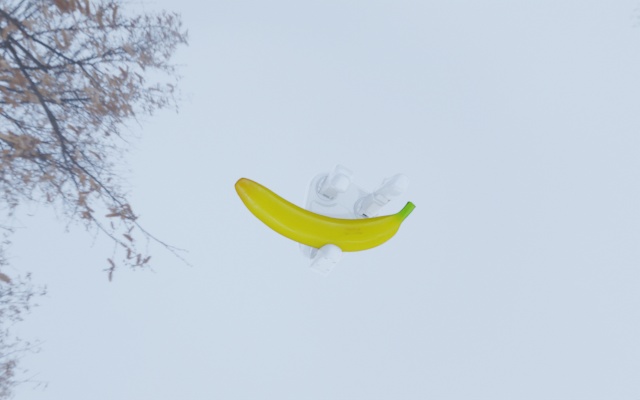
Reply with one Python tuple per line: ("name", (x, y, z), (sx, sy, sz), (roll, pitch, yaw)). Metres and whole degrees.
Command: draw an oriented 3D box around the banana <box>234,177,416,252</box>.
("banana", (0.001, 0.021, 0.529), (0.198, 0.069, 0.037), (7, 7, -4))
